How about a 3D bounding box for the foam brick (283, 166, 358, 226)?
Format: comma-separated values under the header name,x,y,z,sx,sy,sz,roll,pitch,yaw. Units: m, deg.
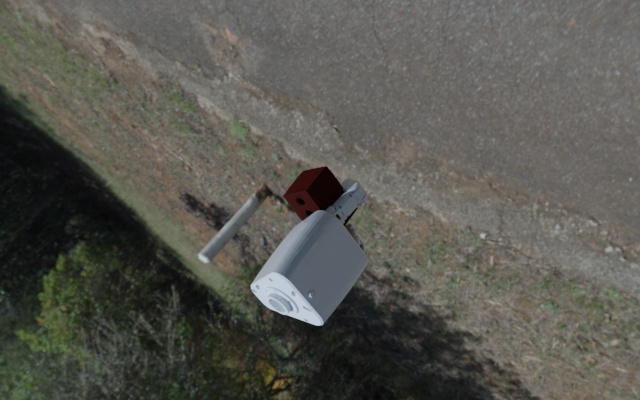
name,x,y,z,sx,sy,sz,roll,pitch,yaw
foam brick,0.000,0.002,0.632,0.053,0.078,0.051,-10,33,51
